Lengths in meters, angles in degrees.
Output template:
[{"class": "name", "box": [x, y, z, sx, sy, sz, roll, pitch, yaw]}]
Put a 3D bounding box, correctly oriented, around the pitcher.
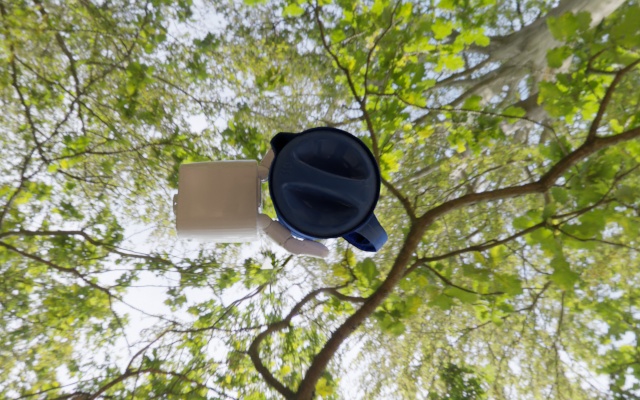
[{"class": "pitcher", "box": [0.000, 0.002, 0.666, 0.145, 0.149, 0.243, -2, -8, -6]}]
